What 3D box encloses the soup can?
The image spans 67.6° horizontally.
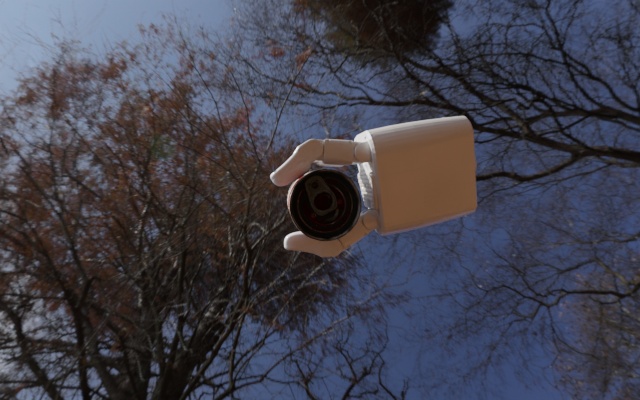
[{"bbox_3d":[0.000,0.002,0.494,0.068,0.068,0.102,0,3,-6],"label":"soup can"}]
